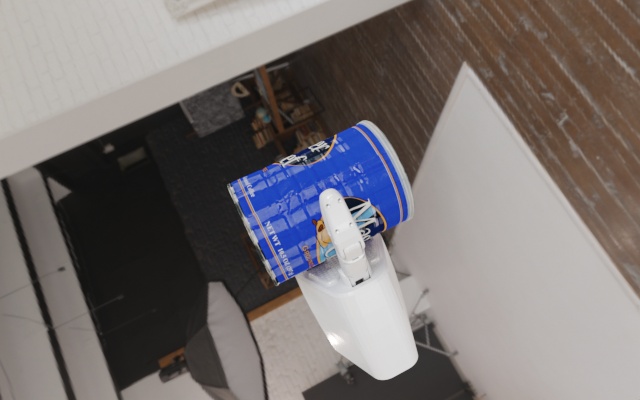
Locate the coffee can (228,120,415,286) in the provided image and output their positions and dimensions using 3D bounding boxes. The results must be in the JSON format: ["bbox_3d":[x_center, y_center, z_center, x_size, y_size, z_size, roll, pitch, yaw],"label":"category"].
[{"bbox_3d":[0.000,0.001,0.441,0.140,0.103,0.103,-26,3,-7],"label":"coffee can"}]
